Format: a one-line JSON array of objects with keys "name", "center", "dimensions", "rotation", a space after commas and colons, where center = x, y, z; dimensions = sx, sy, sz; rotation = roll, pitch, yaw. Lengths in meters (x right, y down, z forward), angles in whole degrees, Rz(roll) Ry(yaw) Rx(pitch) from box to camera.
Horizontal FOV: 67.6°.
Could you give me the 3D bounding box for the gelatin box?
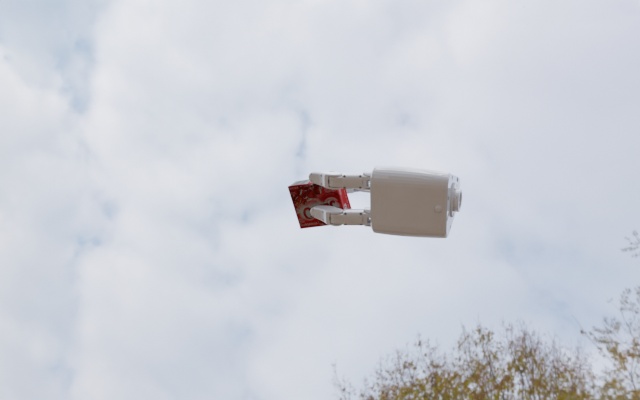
[{"name": "gelatin box", "center": [0.000, 0.002, 0.743], "dimensions": [0.089, 0.073, 0.030], "rotation": [-8, 16, 31]}]
